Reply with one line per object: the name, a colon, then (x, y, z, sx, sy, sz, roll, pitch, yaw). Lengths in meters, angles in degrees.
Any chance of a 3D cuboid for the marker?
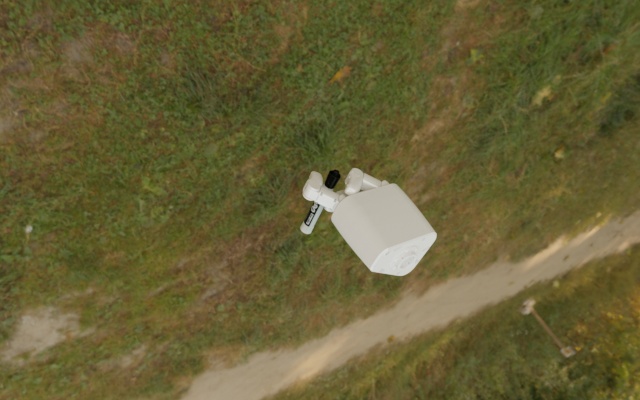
marker: (0.000, 0.002, 0.729, 0.020, 0.121, 0.020, 19, 34, -13)
